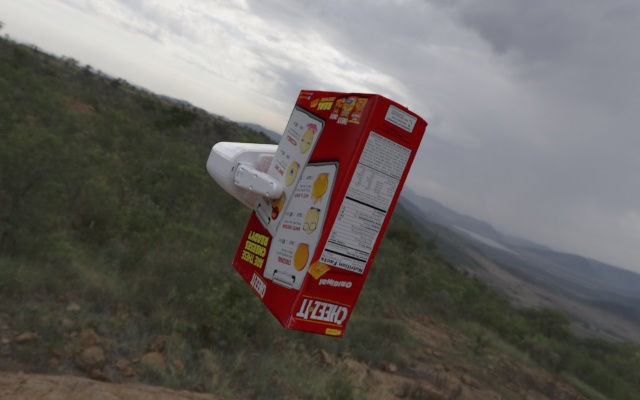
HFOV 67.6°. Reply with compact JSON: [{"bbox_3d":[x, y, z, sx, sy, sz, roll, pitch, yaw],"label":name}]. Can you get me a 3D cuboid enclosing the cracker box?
[{"bbox_3d":[0.000,0.001,0.479,0.072,0.214,0.164,19,4,-29],"label":"cracker box"}]
